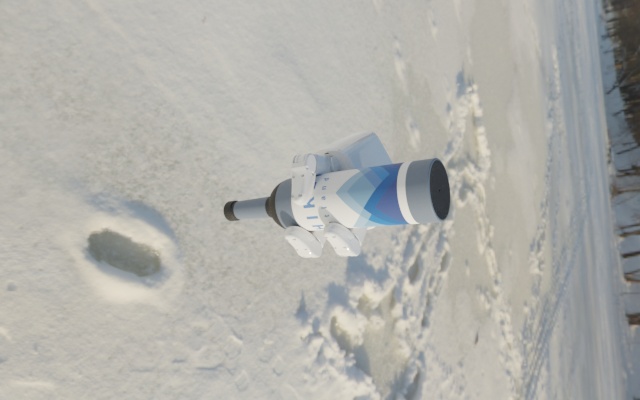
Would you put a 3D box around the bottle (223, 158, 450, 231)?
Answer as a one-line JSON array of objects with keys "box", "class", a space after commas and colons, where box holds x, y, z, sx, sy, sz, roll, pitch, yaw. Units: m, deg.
[{"box": [0.000, 0.002, 0.570, 0.296, 0.069, 0.069, -6, -3, 33], "class": "bottle"}]
